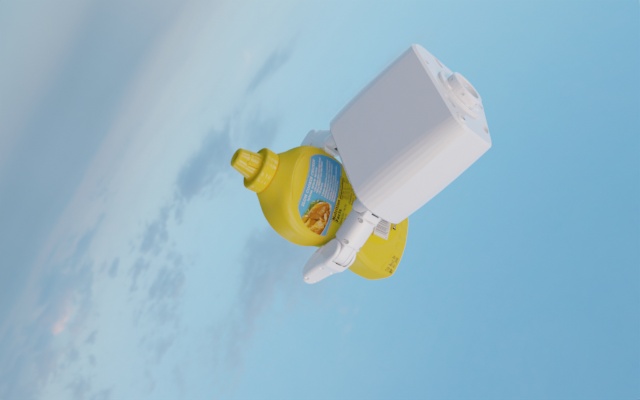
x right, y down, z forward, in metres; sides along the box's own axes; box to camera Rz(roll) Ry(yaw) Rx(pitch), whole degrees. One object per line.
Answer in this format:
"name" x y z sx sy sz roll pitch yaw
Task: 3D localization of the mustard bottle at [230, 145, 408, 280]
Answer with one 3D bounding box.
"mustard bottle" 0.000 0.002 0.462 0.192 0.096 0.058 28 -28 -28
